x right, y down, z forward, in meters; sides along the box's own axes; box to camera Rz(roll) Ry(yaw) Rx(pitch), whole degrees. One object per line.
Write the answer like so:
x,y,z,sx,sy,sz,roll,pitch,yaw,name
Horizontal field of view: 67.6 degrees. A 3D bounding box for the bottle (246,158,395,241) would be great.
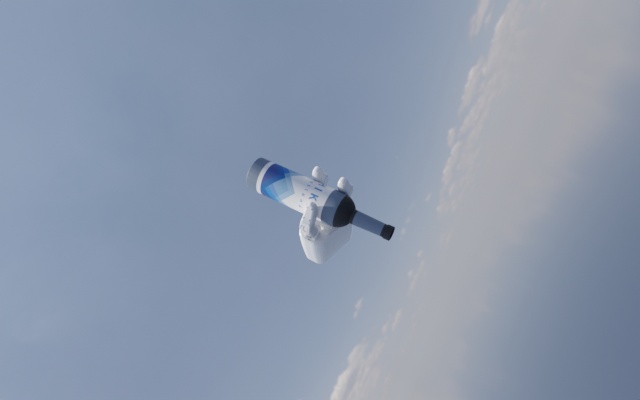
0.000,0.003,0.899,0.295,0.069,0.069,24,8,18,bottle
